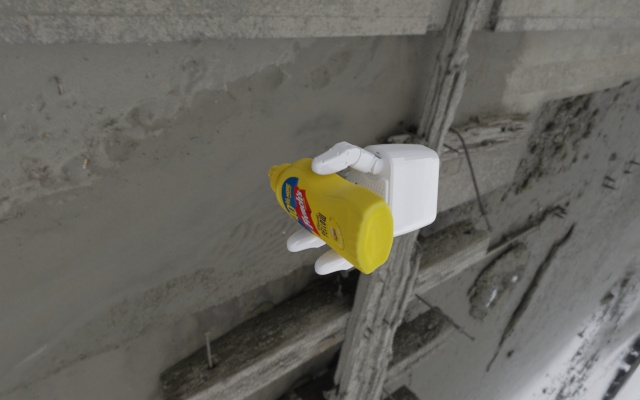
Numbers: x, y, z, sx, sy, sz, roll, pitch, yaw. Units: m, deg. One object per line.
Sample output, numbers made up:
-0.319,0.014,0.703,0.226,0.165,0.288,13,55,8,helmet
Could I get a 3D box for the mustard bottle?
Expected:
0.000,0.002,0.570,0.058,0.096,0.191,-32,45,-26,mustard bottle
